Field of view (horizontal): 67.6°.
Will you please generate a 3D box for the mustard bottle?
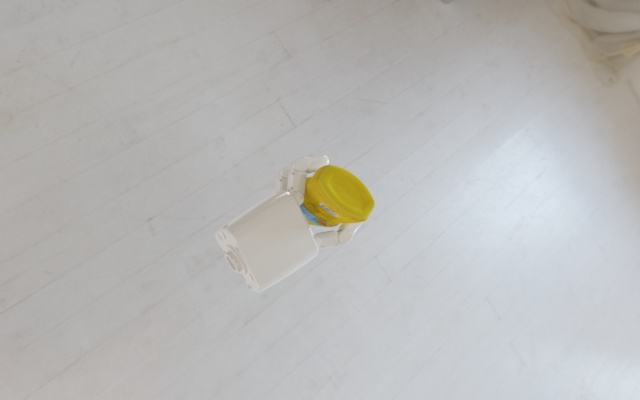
[{"bbox_3d":[0.000,0.002,0.745,0.096,0.058,0.191,37,-21,-15],"label":"mustard bottle"}]
